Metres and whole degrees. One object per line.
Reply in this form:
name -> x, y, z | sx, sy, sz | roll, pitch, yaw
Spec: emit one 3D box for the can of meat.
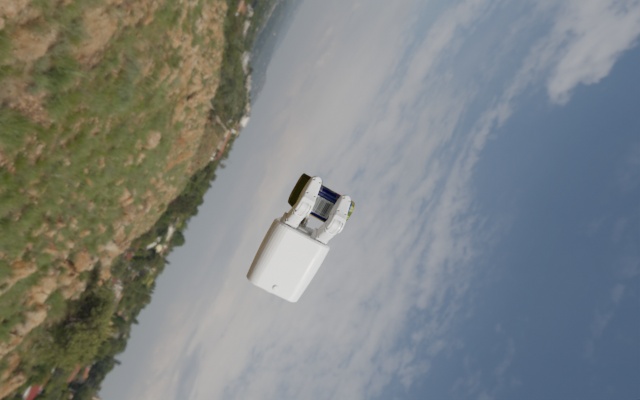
can of meat -> 0.000, 0.003, 0.778 | 0.084, 0.057, 0.102 | 29, 2, -13
